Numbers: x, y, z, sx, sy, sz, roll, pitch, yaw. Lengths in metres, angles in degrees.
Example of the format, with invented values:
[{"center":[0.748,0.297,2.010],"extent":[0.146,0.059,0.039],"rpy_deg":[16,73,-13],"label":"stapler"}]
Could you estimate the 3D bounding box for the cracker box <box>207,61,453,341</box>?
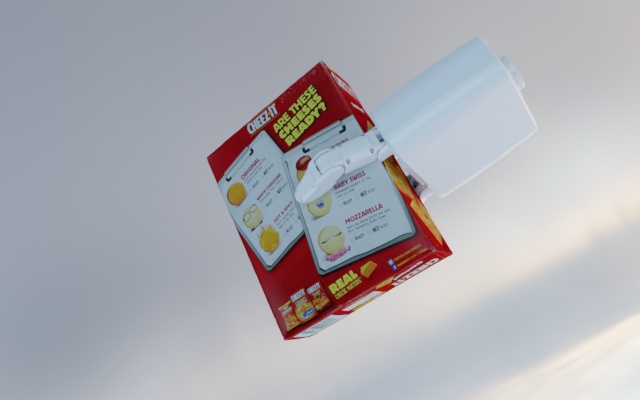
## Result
[{"center":[0.000,0.002,0.469],"extent":[0.164,0.213,0.072],"rpy_deg":[-36,-24,19],"label":"cracker box"}]
